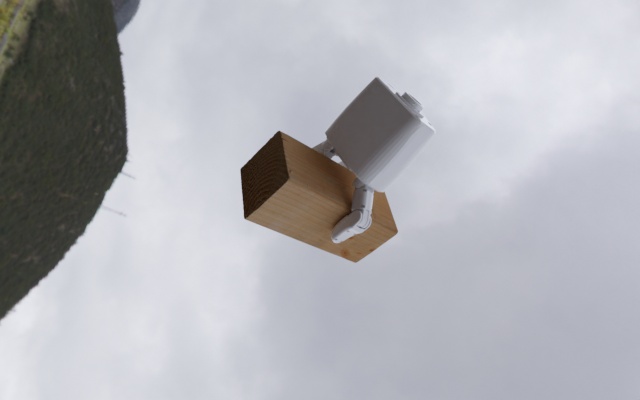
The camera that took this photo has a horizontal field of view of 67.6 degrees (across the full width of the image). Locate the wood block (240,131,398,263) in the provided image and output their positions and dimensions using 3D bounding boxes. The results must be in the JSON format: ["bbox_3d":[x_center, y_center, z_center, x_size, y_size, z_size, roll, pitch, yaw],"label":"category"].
[{"bbox_3d":[0.001,0.002,0.660,0.206,0.090,0.090,26,-53,-37],"label":"wood block"}]
